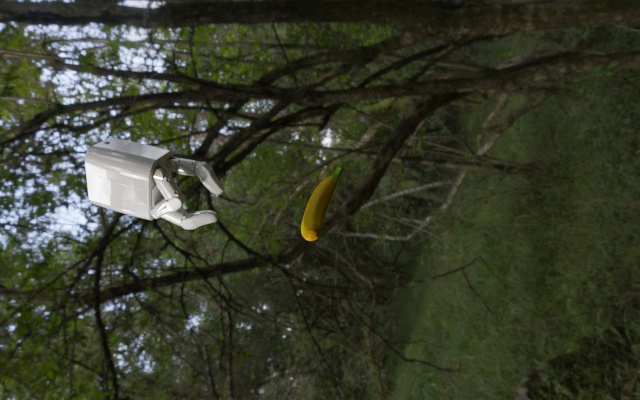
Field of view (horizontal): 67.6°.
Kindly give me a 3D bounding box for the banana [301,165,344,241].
[{"bbox_3d":[-0.005,0.014,0.829,0.037,0.070,0.197,22,41,-2],"label":"banana"}]
